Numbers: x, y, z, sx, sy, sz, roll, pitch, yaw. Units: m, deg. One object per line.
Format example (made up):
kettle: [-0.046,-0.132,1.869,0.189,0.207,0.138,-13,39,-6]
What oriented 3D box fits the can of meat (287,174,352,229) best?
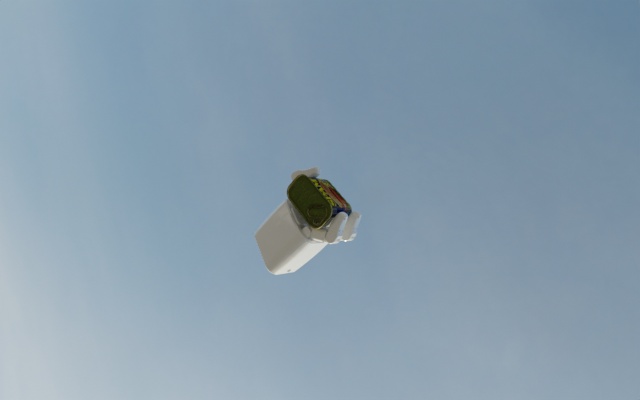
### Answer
can of meat: [0.000,0.003,0.880,0.057,0.102,0.084,-48,-24,20]
